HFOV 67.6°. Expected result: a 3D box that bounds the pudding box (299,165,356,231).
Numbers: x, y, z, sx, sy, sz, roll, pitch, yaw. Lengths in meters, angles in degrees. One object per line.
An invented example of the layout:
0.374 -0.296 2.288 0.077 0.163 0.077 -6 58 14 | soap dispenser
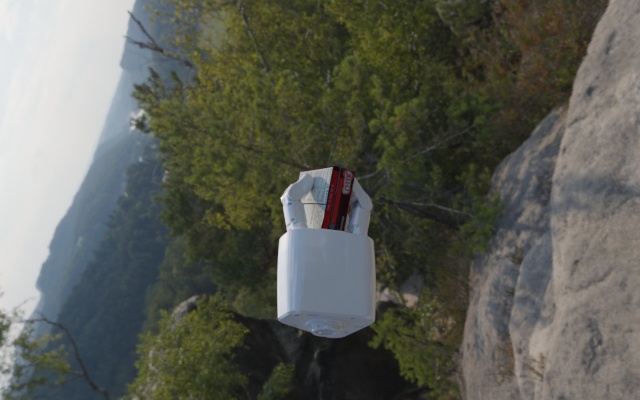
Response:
0.000 0.002 0.652 0.039 0.090 0.113 15 -7 -26 | pudding box
